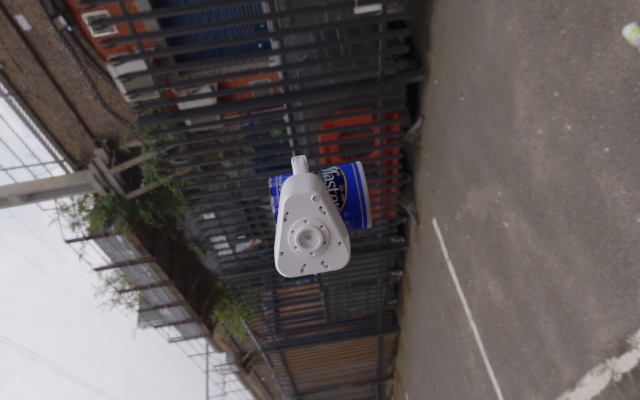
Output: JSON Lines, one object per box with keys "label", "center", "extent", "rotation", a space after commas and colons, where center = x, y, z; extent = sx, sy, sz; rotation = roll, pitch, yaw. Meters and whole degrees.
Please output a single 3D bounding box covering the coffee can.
{"label": "coffee can", "center": [0.000, 0.002, 0.728], "extent": [0.140, 0.103, 0.103], "rotation": [-10, 0, 0]}
